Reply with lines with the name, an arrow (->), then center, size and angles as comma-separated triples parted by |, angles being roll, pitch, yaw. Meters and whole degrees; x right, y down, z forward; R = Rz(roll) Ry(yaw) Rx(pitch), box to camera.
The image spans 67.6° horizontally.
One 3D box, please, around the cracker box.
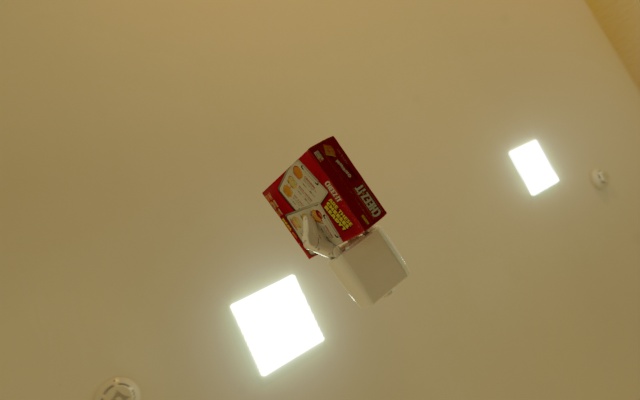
cracker box -> 0.000, 0.003, 0.869 | 0.072, 0.164, 0.214 | -35, 0, -34
